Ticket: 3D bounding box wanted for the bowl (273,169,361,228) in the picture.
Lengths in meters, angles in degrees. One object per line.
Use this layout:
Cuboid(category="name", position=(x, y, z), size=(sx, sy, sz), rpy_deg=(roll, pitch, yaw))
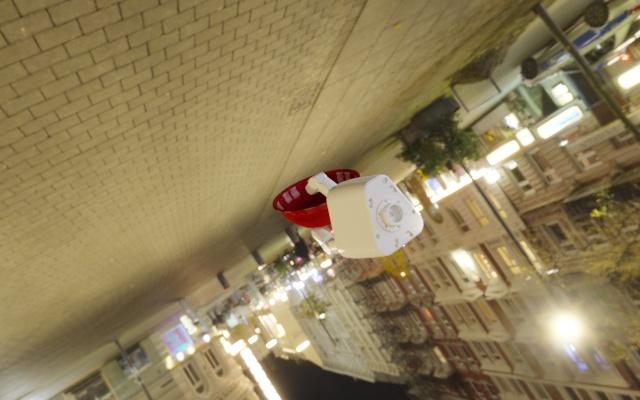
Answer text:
Cuboid(category="bowl", position=(0.000, 0.003, 0.840), size=(0.162, 0.055, 0.162), rpy_deg=(-17, 21, 7))
